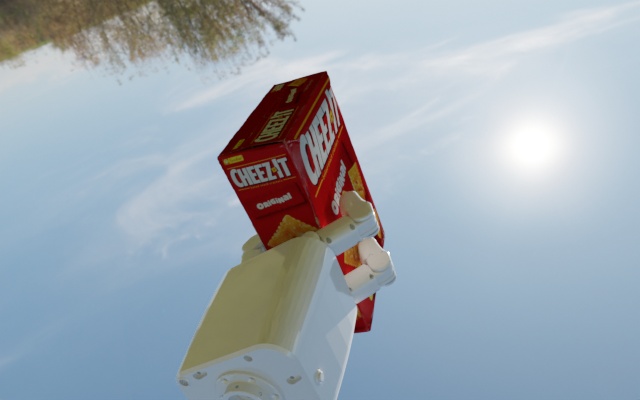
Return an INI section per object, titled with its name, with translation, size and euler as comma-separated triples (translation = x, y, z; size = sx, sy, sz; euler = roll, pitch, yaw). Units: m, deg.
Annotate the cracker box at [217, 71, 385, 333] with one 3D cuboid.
[cracker box]
translation = 0.000, 0.002, 0.480
size = 0.072, 0.214, 0.164
euler = -11, 31, 20
